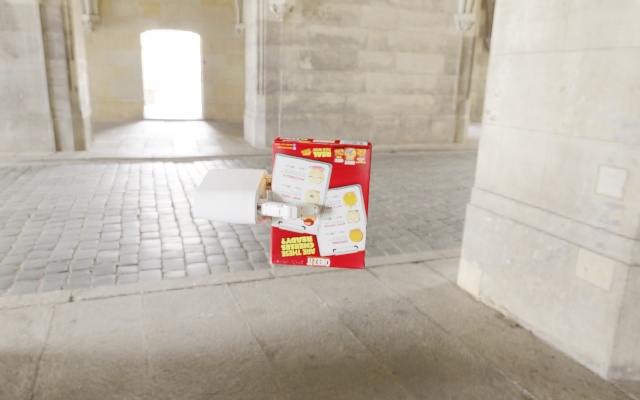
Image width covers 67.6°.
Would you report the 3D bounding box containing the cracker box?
[{"bbox_3d":[0.000,0.003,0.820,0.164,0.214,0.072,3,14,4],"label":"cracker box"}]
